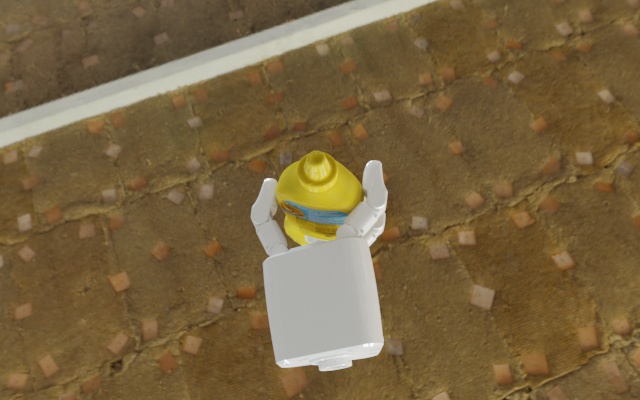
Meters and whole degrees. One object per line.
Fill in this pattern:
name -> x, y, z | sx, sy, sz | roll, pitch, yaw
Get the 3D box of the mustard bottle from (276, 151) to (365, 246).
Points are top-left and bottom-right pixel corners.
mustard bottle -> 0.000, 0.002, 0.535 | 0.096, 0.058, 0.192 | 13, -23, 9
